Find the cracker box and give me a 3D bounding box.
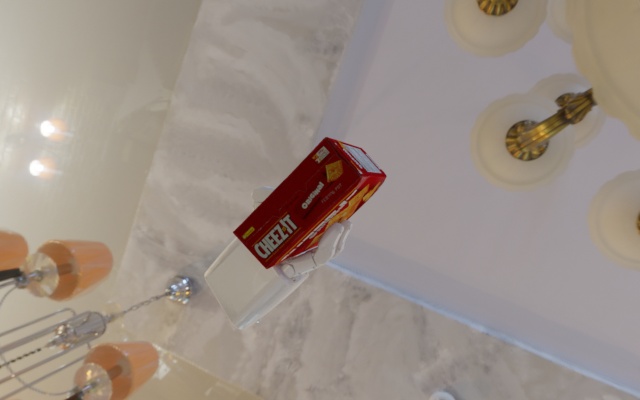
[{"bbox_3d":[0.000,0.002,0.648,0.164,0.072,0.213,-45,-9,13],"label":"cracker box"}]
